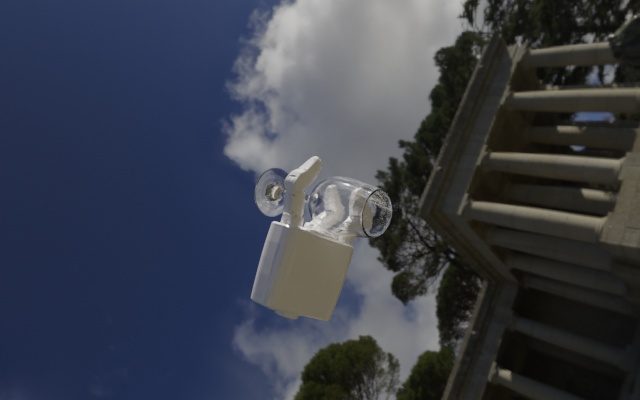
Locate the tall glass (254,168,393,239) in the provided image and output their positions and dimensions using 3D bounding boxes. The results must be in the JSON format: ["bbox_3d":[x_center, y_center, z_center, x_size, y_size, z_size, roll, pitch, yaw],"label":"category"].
[{"bbox_3d":[0.000,0.002,0.650,0.201,0.079,0.079,11,8,44],"label":"tall glass"}]
